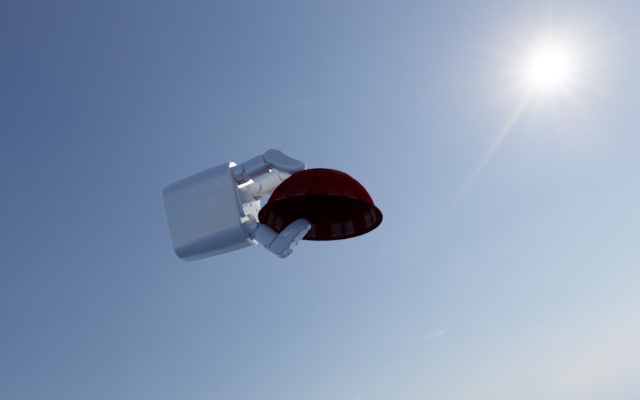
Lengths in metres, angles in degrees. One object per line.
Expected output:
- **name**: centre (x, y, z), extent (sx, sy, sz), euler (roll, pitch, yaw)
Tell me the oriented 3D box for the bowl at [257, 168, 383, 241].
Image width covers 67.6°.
- **bowl**: centre (0.001, 0.002, 0.628), extent (0.162, 0.055, 0.162), euler (1, -24, 0)
